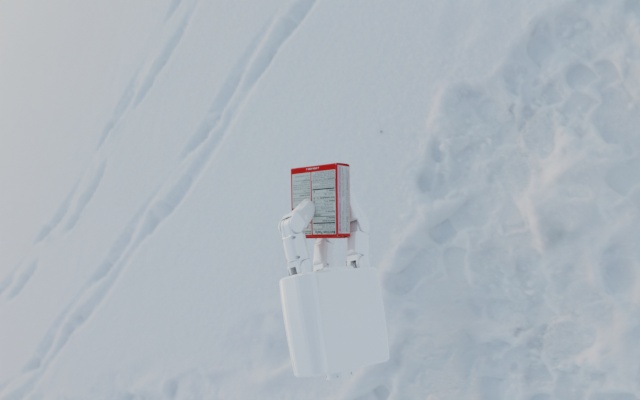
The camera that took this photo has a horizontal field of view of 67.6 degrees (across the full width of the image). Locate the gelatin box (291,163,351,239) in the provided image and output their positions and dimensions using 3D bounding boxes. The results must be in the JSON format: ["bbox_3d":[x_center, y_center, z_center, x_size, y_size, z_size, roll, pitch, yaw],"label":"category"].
[{"bbox_3d":[0.000,0.002,0.581,0.073,0.089,0.030,-4,-4,40],"label":"gelatin box"}]
